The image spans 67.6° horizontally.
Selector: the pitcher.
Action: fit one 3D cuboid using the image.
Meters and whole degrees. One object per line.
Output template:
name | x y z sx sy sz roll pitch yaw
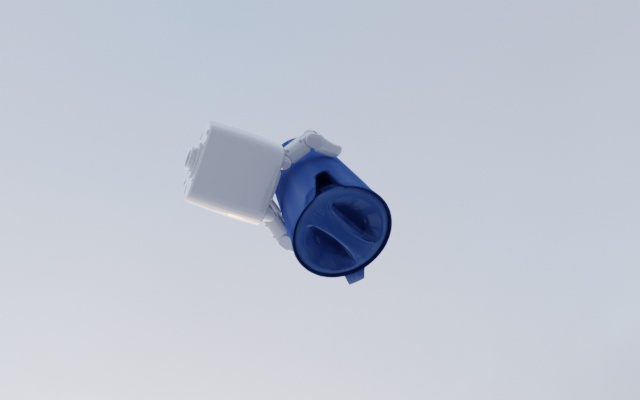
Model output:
pitcher | 0.000 0.002 0.704 0.145 0.149 0.242 19 19 -24
